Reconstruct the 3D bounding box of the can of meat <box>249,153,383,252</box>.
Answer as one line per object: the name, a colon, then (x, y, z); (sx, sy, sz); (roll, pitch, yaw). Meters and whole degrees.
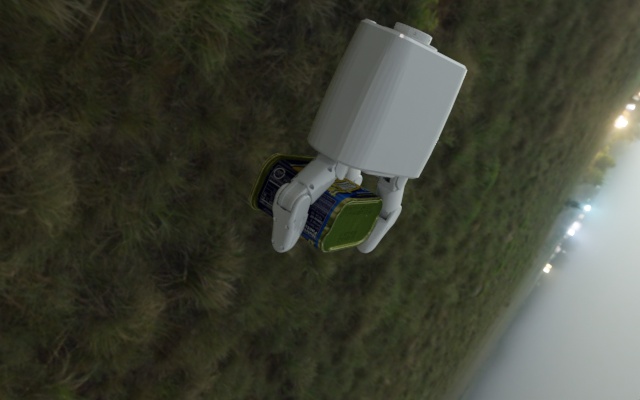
can of meat: (0.000, 0.002, 0.439); (0.084, 0.057, 0.102); (32, 17, 25)
